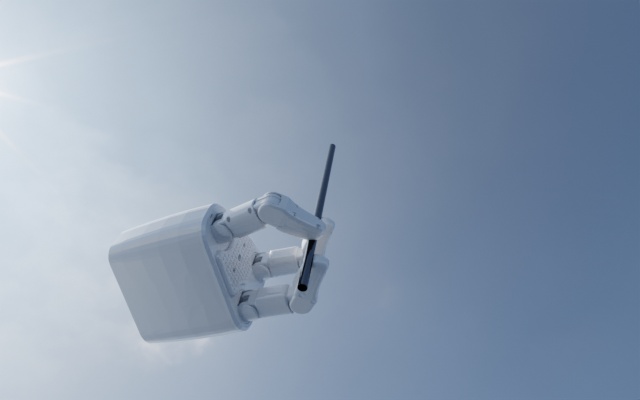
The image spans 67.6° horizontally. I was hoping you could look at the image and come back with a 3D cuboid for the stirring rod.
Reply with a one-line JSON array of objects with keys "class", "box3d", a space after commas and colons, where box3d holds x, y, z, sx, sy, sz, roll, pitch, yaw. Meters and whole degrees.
[{"class": "stirring rod", "box3d": [0.000, 0.002, 0.463, 0.011, 0.011, 0.239, 0, 33, 8]}]
